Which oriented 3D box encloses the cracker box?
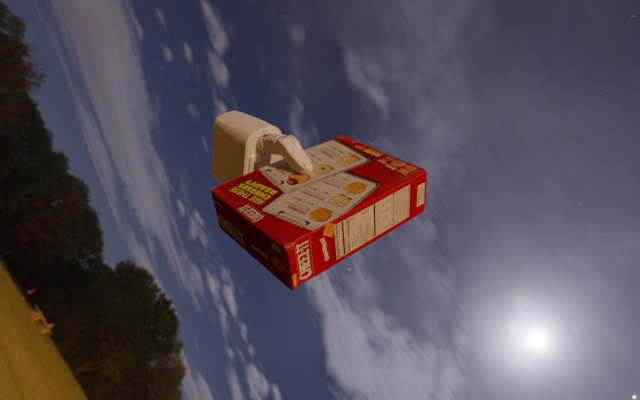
[{"bbox_3d":[0.000,0.002,0.597,0.213,0.072,0.164,-27,38,-29],"label":"cracker box"}]
